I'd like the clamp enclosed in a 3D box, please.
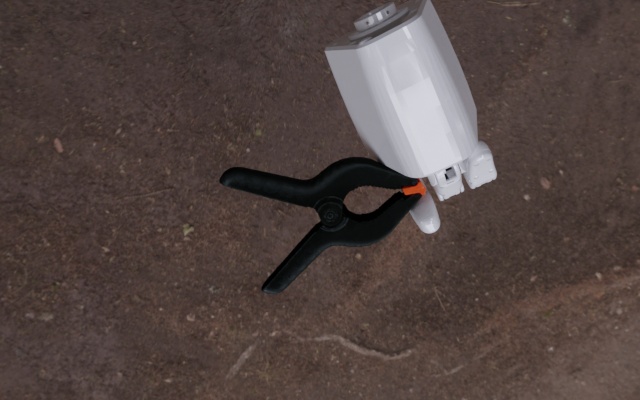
[{"bbox_3d":[0.000,0.002,0.411,0.171,0.120,0.039,-26,20,7],"label":"clamp"}]
